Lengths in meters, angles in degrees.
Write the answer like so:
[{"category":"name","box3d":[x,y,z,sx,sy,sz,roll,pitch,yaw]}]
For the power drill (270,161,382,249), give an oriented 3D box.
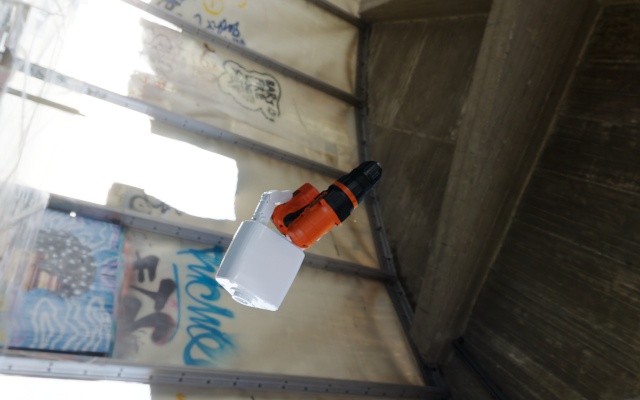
[{"category":"power drill","box3d":[0.000,0.003,0.793,0.184,0.057,0.187,-40,11,-18]}]
